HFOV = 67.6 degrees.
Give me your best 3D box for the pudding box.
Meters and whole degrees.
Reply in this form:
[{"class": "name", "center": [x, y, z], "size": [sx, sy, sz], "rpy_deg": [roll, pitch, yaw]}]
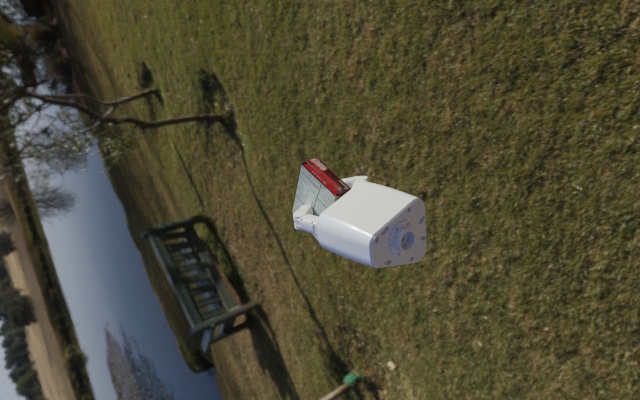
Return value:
[{"class": "pudding box", "center": [0.000, 0.003, 0.752], "size": [0.039, 0.114, 0.090], "rpy_deg": [-21, 52, -34]}]
